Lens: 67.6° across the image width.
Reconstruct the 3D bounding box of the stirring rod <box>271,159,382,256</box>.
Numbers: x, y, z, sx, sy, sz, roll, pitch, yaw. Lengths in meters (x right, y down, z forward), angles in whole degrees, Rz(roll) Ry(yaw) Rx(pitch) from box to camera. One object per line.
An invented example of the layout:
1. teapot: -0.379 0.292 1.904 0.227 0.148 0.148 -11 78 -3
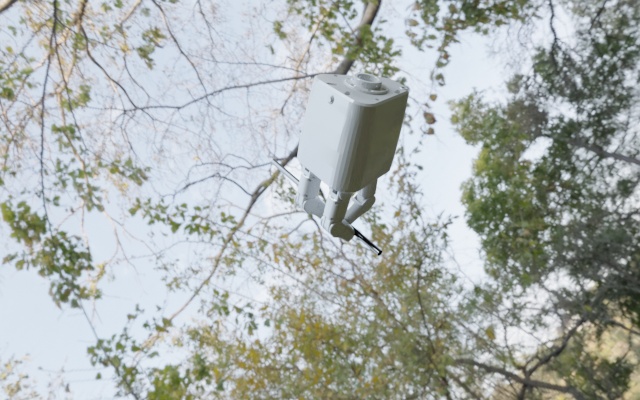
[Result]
1. stirring rod: 0.000 0.002 0.652 0.011 0.011 0.239 0 31 -44
